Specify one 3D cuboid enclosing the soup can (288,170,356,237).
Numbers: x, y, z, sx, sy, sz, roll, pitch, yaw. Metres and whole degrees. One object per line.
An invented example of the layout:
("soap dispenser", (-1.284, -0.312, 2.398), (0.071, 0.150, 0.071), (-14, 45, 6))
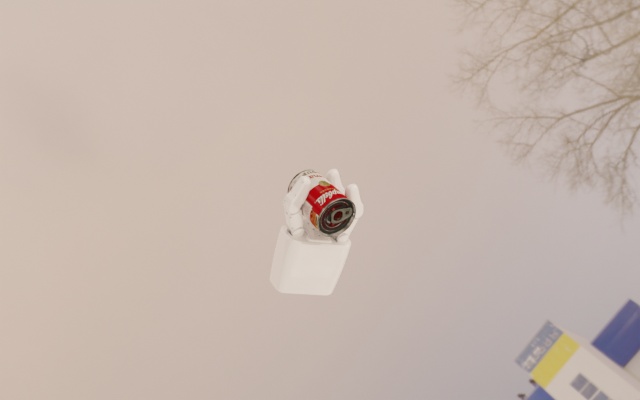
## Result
("soup can", (0.000, 0.002, 0.753), (0.068, 0.068, 0.102), (0, 29, -35))
